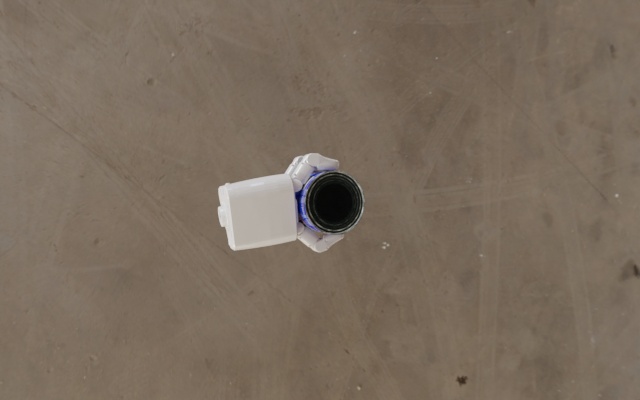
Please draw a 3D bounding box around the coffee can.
[{"bbox_3d":[0.000,0.003,0.815,0.103,0.103,0.140,0,1,-20],"label":"coffee can"}]
